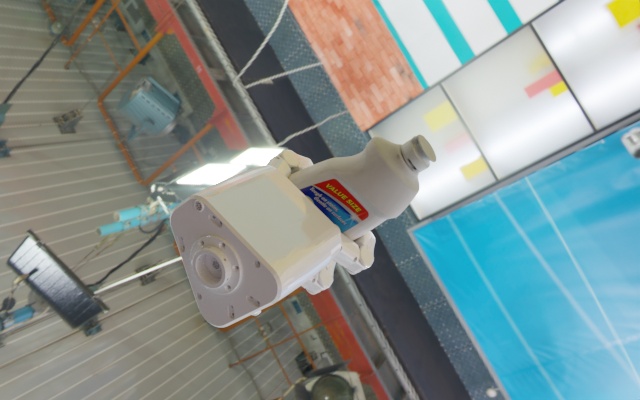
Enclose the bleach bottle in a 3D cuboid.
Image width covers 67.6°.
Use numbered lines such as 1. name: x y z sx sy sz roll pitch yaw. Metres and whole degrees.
1. bleach bottle: 0.000 0.002 0.494 0.251 0.102 0.068 -31 0 30
